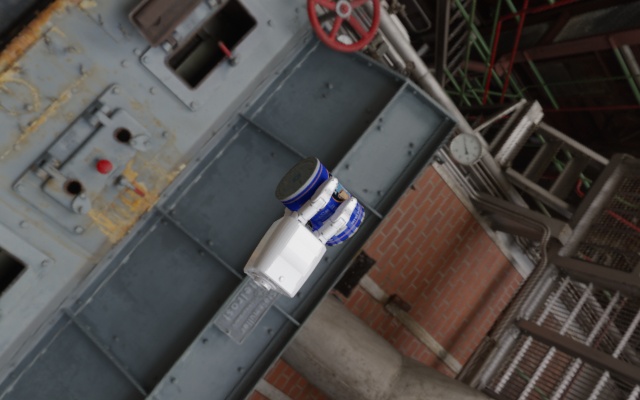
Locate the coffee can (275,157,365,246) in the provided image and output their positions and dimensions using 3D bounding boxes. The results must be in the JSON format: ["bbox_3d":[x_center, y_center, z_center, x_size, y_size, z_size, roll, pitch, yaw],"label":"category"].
[{"bbox_3d":[0.000,0.003,0.888,0.140,0.102,0.103,45,-23,-25],"label":"coffee can"}]
